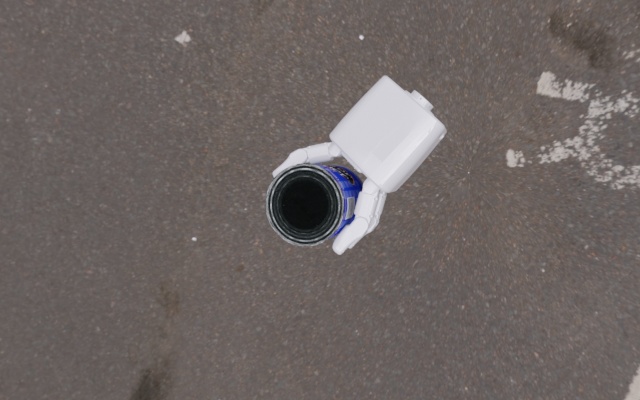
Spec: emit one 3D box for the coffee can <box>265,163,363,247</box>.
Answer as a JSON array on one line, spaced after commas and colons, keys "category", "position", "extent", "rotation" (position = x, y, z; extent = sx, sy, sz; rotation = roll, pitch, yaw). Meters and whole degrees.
[{"category": "coffee can", "position": [0.000, 0.002, 0.649], "extent": [0.103, 0.103, 0.140], "rotation": [0, 3, 17]}]
